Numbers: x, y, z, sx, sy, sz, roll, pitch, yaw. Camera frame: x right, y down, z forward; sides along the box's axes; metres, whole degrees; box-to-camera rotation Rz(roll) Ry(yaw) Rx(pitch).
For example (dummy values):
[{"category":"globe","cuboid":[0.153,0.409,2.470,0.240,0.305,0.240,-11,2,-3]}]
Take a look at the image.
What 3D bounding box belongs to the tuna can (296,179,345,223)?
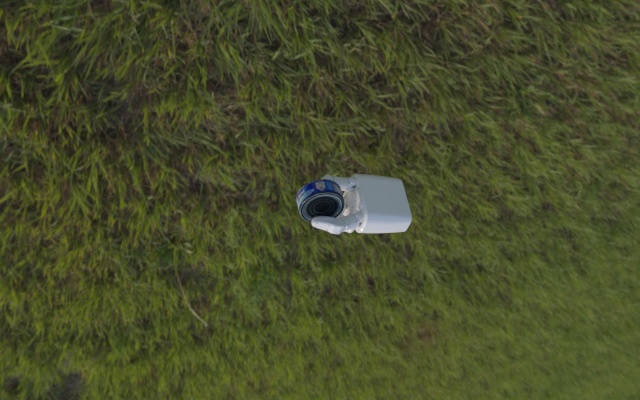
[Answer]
[{"category":"tuna can","cuboid":[0.000,0.003,0.870,0.086,0.033,0.086,-8,-42,-8]}]
